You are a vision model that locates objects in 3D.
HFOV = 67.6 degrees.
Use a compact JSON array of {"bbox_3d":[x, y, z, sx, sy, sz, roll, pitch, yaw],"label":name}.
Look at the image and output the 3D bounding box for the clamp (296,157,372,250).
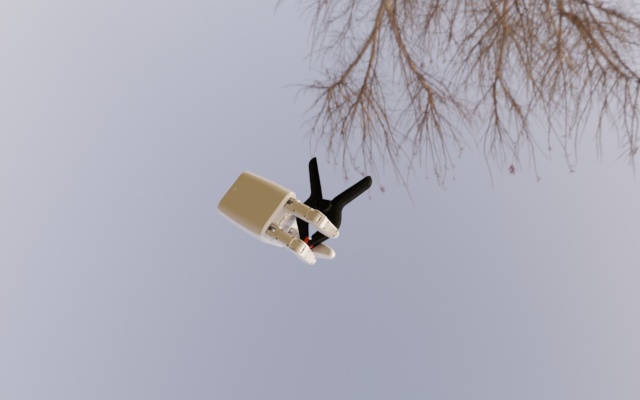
[{"bbox_3d":[0.000,0.003,0.839,0.120,0.171,0.039,27,-19,23],"label":"clamp"}]
